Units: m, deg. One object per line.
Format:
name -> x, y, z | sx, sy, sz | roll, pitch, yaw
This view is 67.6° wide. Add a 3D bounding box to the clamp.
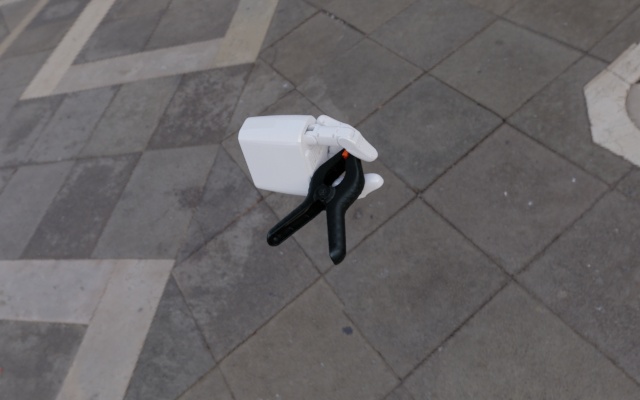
clamp -> 0.000, 0.002, 0.632 | 0.120, 0.171, 0.039 | 6, -33, 27
